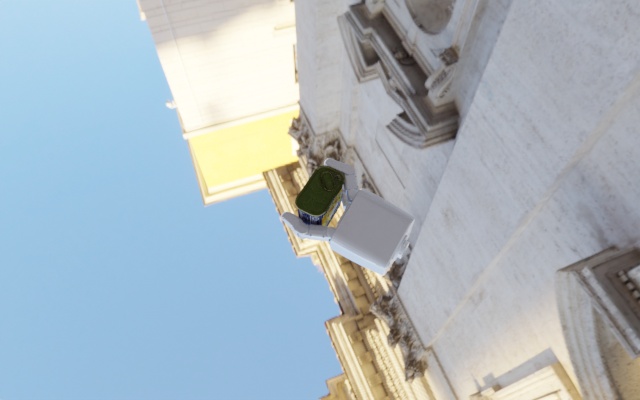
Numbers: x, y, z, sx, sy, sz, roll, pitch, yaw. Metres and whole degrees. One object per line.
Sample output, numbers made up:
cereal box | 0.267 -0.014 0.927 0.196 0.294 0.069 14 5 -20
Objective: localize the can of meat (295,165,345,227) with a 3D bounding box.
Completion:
can of meat | 0.000 0.003 0.853 0.057 0.102 0.084 25 -28 15
